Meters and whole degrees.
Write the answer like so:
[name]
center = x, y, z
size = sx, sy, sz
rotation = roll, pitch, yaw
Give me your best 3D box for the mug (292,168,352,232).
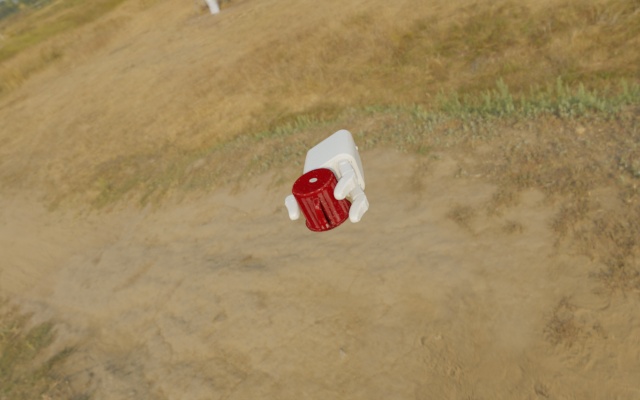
[mug]
center = 0.000, 0.003, 0.843
size = 0.093, 0.081, 0.117
rotation = -19, 33, 13
